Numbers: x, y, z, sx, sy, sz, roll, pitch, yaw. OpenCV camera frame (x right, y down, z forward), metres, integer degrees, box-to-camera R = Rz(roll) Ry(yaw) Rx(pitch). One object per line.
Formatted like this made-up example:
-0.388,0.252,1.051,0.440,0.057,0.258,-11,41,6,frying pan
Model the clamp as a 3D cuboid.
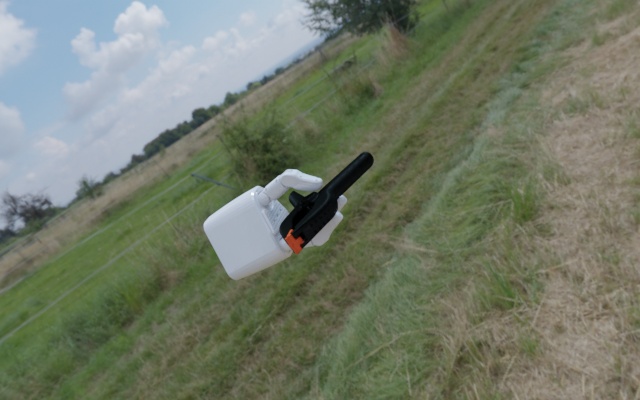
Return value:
-0.001,0.002,0.694,0.164,0.036,0.210,-31,16,23,clamp
